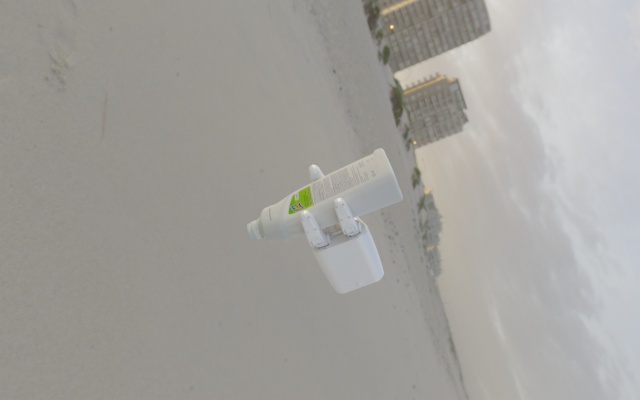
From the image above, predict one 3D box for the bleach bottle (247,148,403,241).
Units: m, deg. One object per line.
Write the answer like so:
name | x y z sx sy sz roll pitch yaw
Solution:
bleach bottle | 0.000 0.003 0.776 0.251 0.068 0.102 -21 31 8
